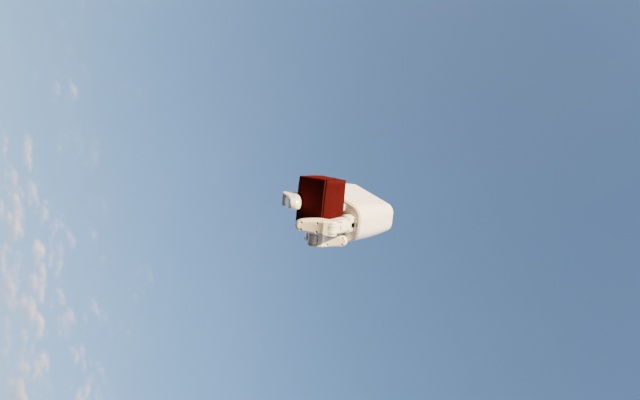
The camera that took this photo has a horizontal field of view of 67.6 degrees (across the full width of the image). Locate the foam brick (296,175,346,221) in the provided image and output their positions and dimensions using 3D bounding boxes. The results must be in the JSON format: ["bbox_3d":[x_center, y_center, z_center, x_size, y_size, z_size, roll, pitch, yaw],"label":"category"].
[{"bbox_3d":[0.000,0.002,0.722,0.053,0.078,0.051,13,12,38],"label":"foam brick"}]
